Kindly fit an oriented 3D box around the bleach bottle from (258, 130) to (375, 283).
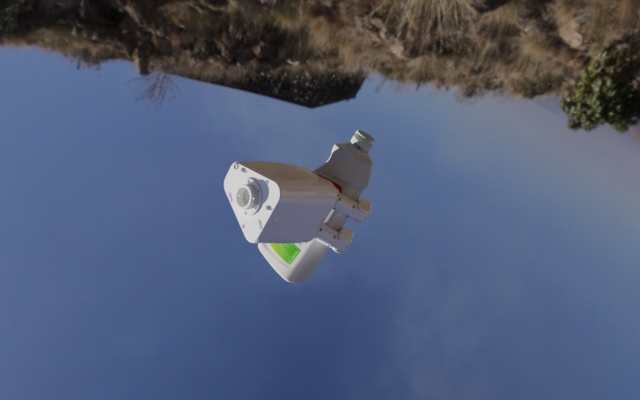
[{"bbox_3d":[0.000,0.002,0.725,0.068,0.251,0.102,2,36,-49],"label":"bleach bottle"}]
